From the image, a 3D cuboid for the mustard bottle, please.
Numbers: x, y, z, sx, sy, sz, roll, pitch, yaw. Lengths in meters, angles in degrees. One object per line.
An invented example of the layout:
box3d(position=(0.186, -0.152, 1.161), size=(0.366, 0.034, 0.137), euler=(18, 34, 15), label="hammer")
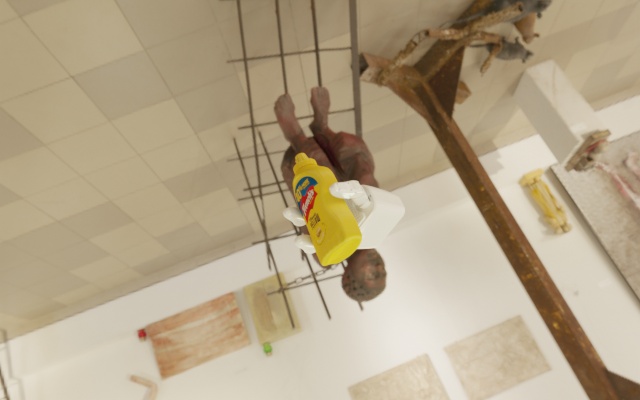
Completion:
box3d(position=(0.000, 0.003, 0.782), size=(0.058, 0.191, 0.096), euler=(-8, -29, -30), label="mustard bottle")
